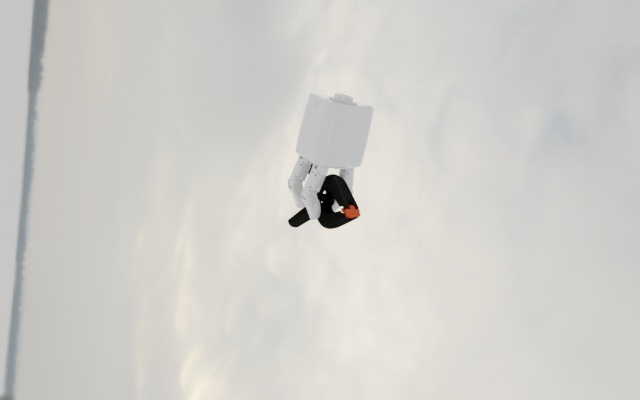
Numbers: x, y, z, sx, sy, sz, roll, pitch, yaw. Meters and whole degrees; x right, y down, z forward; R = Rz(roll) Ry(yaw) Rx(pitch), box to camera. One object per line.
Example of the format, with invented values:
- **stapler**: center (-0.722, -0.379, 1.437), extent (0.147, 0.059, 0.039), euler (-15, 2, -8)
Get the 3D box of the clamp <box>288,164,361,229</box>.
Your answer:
- **clamp**: center (0.001, 0.003, 0.851), extent (0.036, 0.165, 0.210), euler (2, 21, -30)
